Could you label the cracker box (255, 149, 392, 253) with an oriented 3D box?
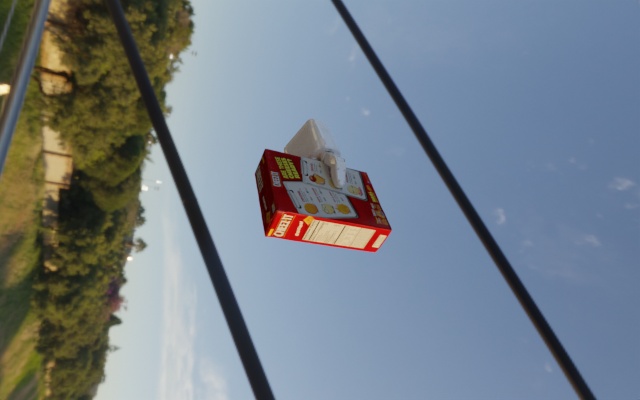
[{"bbox_3d":[0.000,0.003,0.846,0.214,0.072,0.164,10,38,-24],"label":"cracker box"}]
